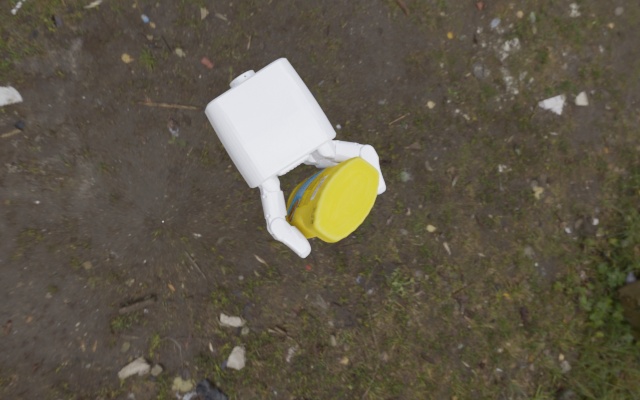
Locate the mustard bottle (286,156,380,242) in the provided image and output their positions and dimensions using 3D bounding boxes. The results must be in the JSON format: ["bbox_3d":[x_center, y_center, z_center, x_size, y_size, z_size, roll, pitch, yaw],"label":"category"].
[{"bbox_3d":[0.000,0.002,0.589,0.058,0.096,0.191,34,-12,-14],"label":"mustard bottle"}]
